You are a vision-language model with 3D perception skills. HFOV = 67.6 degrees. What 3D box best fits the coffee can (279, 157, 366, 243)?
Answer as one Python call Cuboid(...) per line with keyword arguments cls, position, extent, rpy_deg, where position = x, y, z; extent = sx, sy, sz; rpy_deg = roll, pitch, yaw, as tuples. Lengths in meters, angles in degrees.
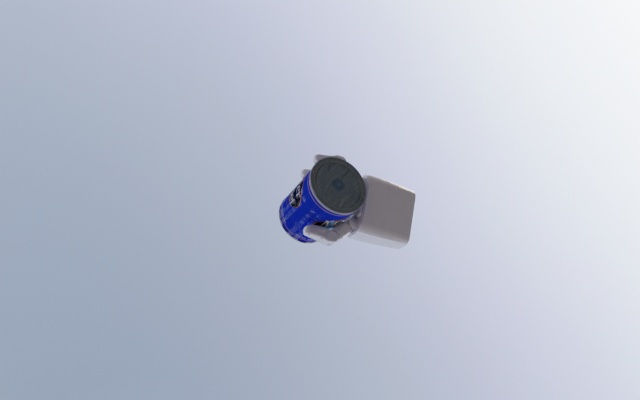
Cuboid(cls="coffee can", position=(0.000, 0.003, 0.830), extent=(0.103, 0.102, 0.140), rpy_deg=(0, -25, -29))
